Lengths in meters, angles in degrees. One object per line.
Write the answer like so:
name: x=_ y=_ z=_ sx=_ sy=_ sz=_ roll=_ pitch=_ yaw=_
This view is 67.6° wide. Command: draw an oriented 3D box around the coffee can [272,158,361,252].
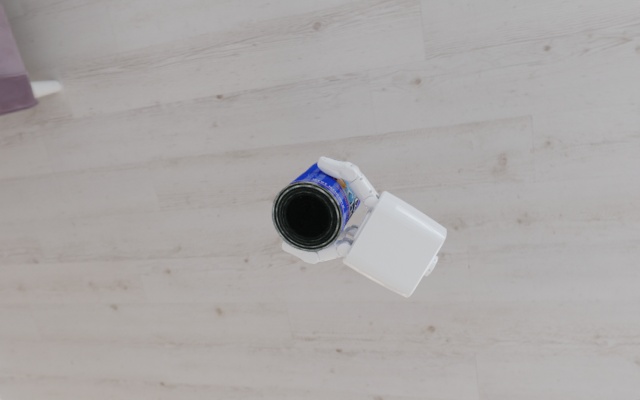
coffee can: x=0.000 y=0.002 z=0.712 sx=0.103 sy=0.103 sz=0.140 roll=0 pitch=17 yaw=17
